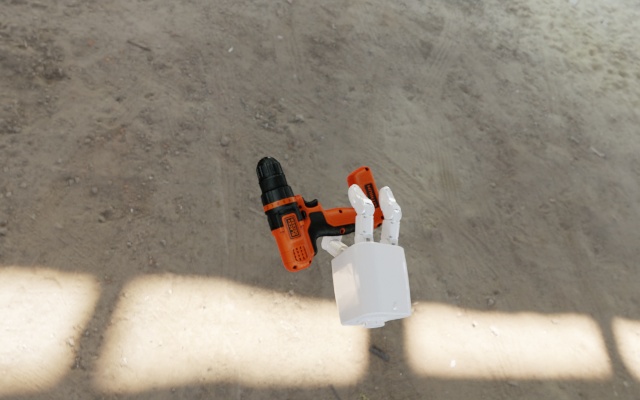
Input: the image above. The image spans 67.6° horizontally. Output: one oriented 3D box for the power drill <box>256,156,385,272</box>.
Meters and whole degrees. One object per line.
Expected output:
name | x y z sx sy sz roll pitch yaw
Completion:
power drill | 0.001 0.003 0.769 0.187 0.184 0.057 -16 -2 -22
